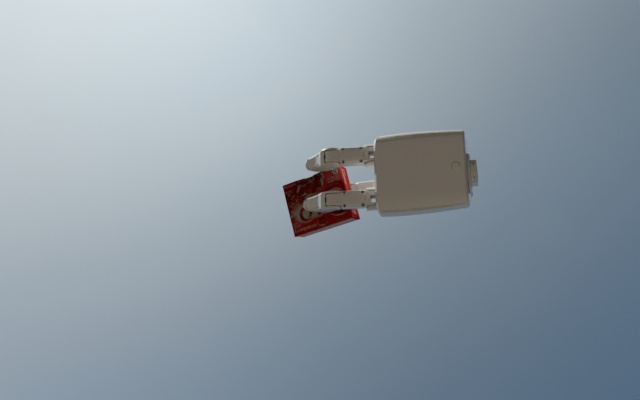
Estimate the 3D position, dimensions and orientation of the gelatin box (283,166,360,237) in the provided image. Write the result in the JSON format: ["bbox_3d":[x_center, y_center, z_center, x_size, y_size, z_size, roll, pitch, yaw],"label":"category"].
[{"bbox_3d":[0.000,0.002,0.633,0.089,0.073,0.030,-19,-13,21],"label":"gelatin box"}]
